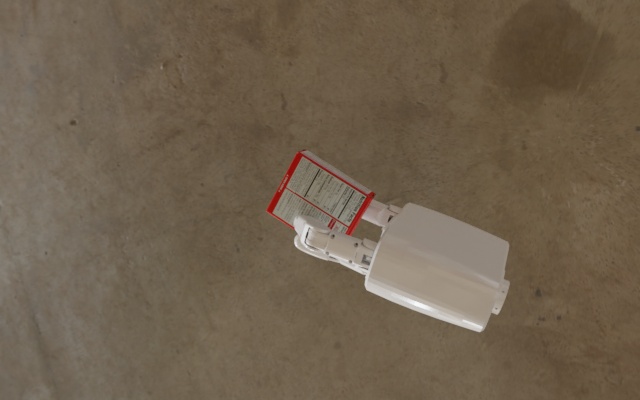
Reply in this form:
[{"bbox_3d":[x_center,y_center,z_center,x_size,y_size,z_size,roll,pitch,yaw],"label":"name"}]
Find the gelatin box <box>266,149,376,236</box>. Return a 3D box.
[{"bbox_3d":[0.000,0.002,0.488,0.089,0.073,0.030,32,18,9],"label":"gelatin box"}]
